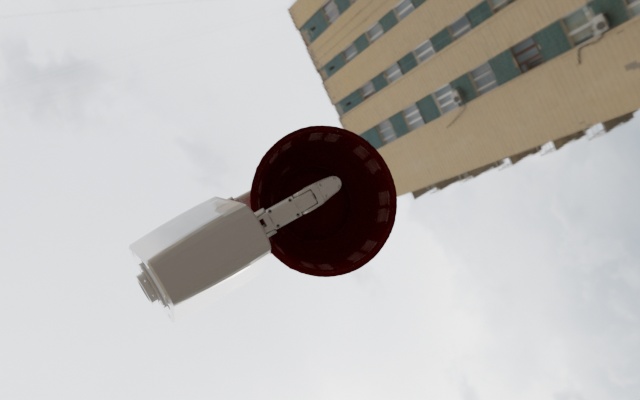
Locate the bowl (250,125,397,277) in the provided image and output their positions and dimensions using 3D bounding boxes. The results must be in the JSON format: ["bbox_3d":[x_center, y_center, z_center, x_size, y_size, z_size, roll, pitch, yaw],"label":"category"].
[{"bbox_3d":[0.001,0.001,0.529,0.162,0.162,0.055,0,-4,-15],"label":"bowl"}]
